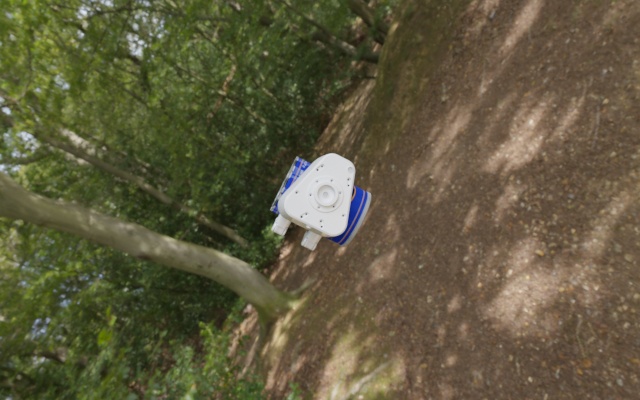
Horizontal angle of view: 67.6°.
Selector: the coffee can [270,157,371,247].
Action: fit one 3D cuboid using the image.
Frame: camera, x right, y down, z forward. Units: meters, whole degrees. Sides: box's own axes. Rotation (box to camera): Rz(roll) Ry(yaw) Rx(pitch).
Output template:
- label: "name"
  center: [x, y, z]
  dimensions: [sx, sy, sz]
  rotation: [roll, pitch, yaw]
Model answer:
- label: "coffee can"
  center: [0.000, 0.003, 0.805]
  dimensions: [0.140, 0.103, 0.103]
  rotation: [26, -3, -6]
